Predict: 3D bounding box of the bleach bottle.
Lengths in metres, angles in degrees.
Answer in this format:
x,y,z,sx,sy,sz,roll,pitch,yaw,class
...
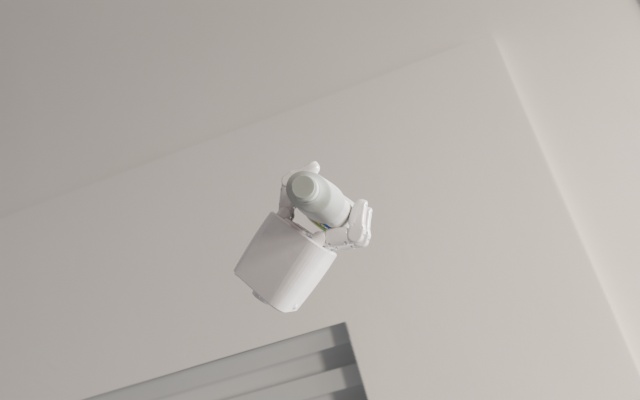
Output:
x,y,z,sx,sy,sz,roll,pitch,yaw,class
0.000,0.002,0.684,0.102,0.068,0.251,34,-2,17,bleach bottle
